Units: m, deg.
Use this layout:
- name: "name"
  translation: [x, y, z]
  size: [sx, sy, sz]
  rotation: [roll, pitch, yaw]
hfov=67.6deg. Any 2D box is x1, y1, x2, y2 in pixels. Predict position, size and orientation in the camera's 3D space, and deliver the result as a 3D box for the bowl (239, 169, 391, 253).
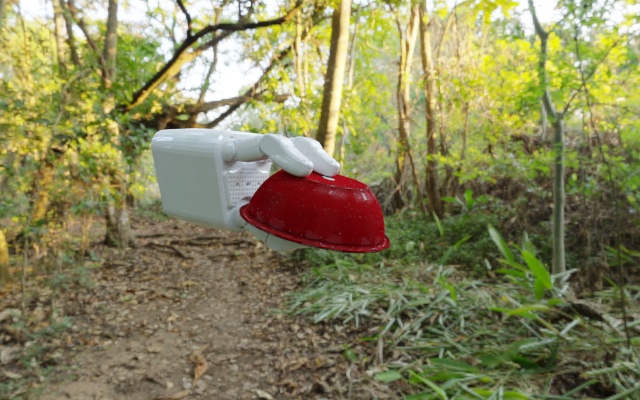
- name: "bowl"
  translation: [0.001, 0.002, 0.498]
  size: [0.162, 0.055, 0.162]
  rotation: [13, 11, -2]
